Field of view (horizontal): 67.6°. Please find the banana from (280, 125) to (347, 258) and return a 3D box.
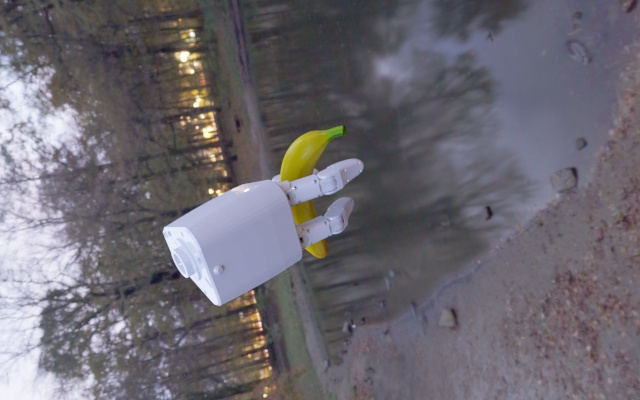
[{"bbox_3d":[-0.017,-0.007,0.574,0.069,0.198,0.037,20,42,15],"label":"banana"}]
